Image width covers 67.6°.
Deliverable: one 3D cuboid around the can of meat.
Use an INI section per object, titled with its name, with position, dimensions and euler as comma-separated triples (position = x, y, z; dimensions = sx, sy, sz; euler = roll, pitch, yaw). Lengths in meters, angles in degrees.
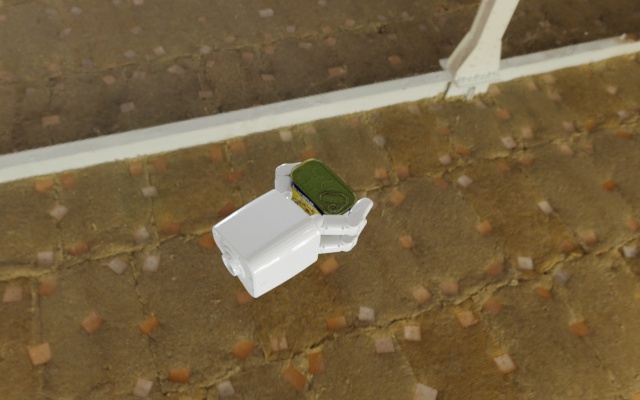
[can of meat]
position = 0.000, 0.002, 0.705
dimensions = 0.057, 0.102, 0.084
euler = -34, -25, -26
